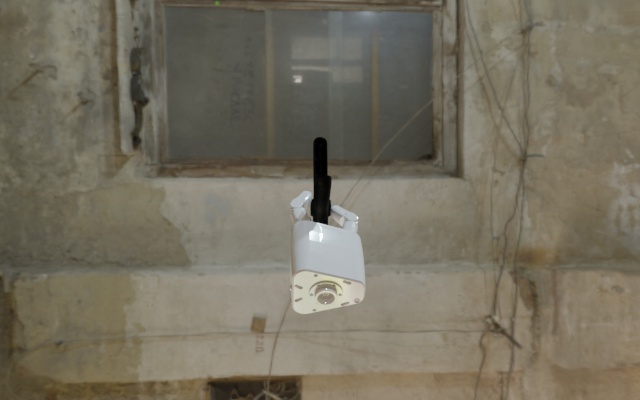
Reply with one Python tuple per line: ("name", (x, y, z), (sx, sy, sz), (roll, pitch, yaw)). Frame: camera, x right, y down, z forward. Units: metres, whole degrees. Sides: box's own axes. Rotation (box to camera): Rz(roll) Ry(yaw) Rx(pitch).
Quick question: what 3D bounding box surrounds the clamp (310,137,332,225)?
("clamp", (0.001, 0.003, 0.839), (0.036, 0.210, 0.164), (1, 36, -2))
